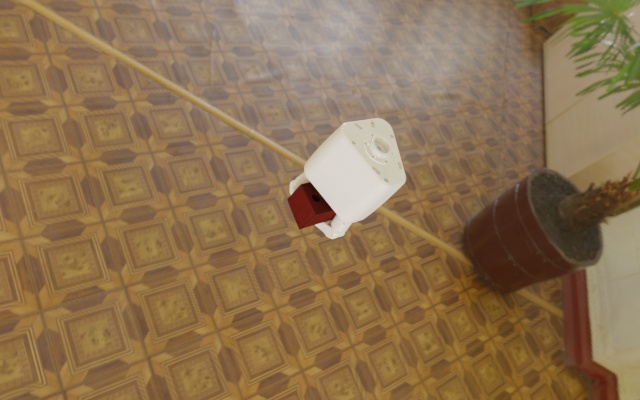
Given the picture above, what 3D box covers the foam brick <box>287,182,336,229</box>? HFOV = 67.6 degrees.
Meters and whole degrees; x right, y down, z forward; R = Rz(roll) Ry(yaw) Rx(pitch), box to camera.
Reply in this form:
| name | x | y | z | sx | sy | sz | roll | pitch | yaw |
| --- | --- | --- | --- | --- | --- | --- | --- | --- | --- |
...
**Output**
| name | x | y | z | sx | sy | sz | roll | pitch | yaw |
| --- | --- | --- | --- | --- | --- | --- | --- | --- | --- |
| foam brick | 0.000 | 0.003 | 0.717 | 0.078 | 0.053 | 0.051 | -14 | -19 | -36 |
